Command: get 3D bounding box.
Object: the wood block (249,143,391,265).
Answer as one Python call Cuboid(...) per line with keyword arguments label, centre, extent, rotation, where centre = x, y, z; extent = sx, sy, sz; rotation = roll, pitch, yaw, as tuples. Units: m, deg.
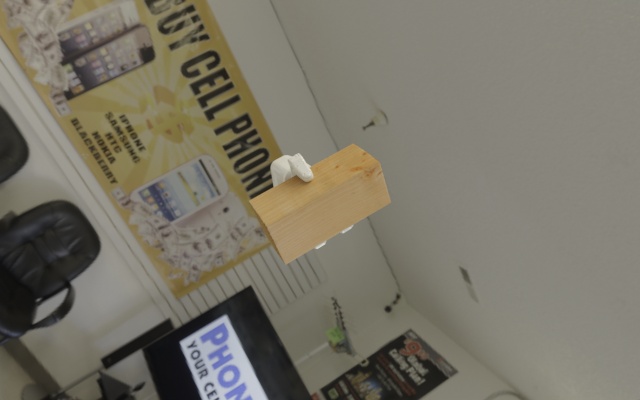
Cuboid(label="wood block", centre=(0.000, 0.002, 0.793), extent=(0.206, 0.091, 0.090), rotation=(-30, 37, -11))
